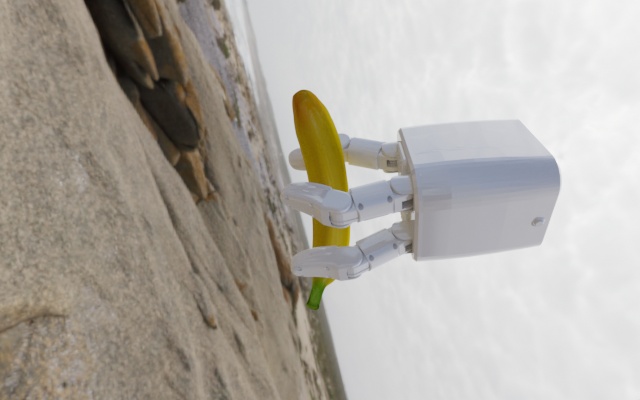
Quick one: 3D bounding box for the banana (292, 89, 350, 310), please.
[{"bbox_3d":[0.004,-0.003,0.418,0.037,0.198,0.069,1,24,13],"label":"banana"}]
